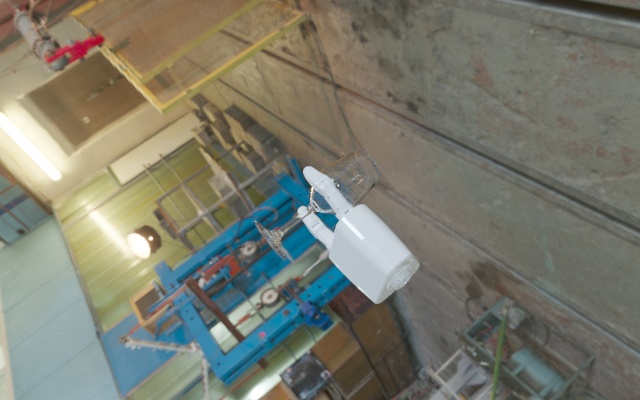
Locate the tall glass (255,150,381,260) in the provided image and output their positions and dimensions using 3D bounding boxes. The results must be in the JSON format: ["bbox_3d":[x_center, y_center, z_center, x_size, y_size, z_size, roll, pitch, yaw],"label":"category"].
[{"bbox_3d":[-0.001,0.003,0.745,0.201,0.079,0.079,-38,11,-14],"label":"tall glass"}]
